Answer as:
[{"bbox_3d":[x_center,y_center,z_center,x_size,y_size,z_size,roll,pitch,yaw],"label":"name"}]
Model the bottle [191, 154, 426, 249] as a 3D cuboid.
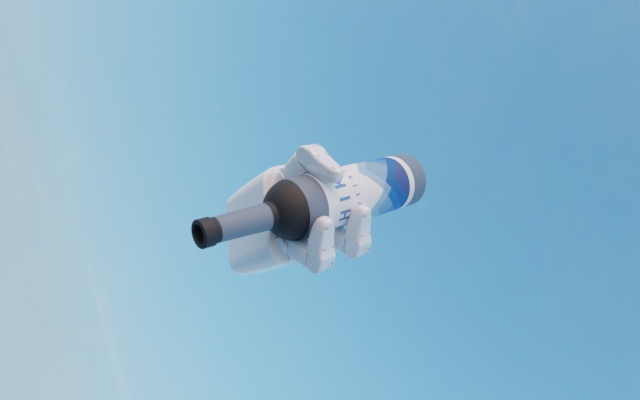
[{"bbox_3d":[0.000,0.002,0.518,0.295,0.069,0.069,-15,10,-40],"label":"bottle"}]
